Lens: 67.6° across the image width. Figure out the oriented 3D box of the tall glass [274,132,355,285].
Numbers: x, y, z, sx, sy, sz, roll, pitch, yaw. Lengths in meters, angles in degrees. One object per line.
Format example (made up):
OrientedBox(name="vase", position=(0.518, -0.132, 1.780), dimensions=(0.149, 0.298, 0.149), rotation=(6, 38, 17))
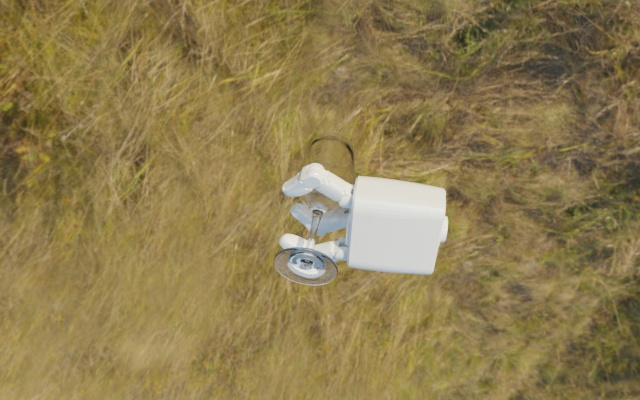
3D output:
OrientedBox(name="tall glass", position=(0.000, 0.002, 0.603), dimensions=(0.079, 0.201, 0.079), rotation=(7, -40, 6))
